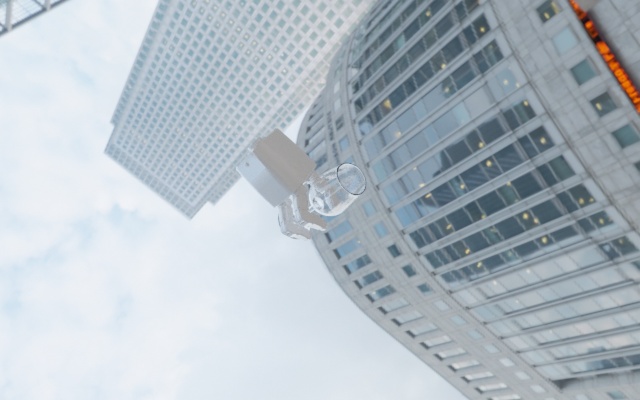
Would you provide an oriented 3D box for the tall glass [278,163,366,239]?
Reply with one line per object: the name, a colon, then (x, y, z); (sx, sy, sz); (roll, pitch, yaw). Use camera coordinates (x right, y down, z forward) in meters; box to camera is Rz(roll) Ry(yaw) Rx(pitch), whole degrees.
tall glass: (0.000, 0.003, 0.883); (0.079, 0.079, 0.201); (0, -24, -36)
